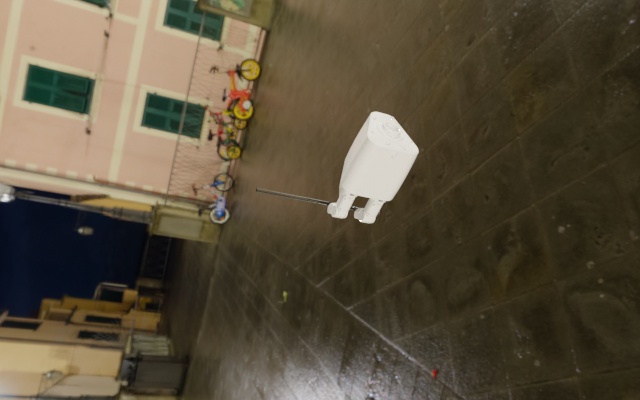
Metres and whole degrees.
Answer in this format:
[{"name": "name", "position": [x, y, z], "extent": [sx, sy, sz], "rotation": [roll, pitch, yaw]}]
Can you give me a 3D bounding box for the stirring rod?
[{"name": "stirring rod", "position": [0.000, 0.003, 0.871], "extent": [0.239, 0.011, 0.011], "rotation": [11, -4, -19]}]
